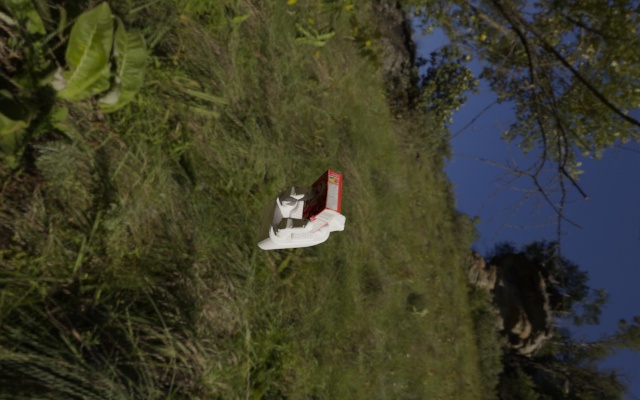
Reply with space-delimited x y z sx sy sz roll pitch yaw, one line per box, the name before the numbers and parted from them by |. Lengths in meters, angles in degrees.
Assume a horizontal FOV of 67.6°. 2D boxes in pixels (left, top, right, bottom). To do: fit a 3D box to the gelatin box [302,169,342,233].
gelatin box | 0.001 0.003 0.773 0.030 0.073 0.089 18 -32 -23
